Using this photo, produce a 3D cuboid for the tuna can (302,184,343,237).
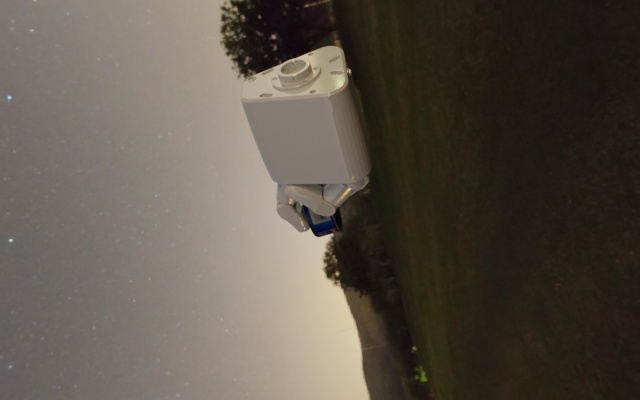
[{"bbox_3d":[0.000,0.002,0.597,0.034,0.086,0.086,-16,-2,8],"label":"tuna can"}]
